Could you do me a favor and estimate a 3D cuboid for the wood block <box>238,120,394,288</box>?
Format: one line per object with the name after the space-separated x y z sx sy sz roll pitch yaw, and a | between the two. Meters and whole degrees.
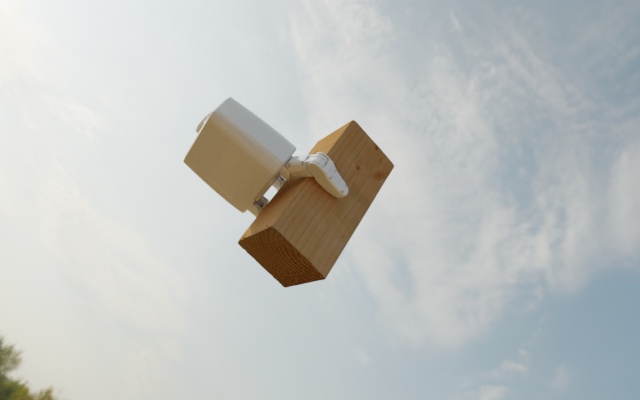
0.000 0.002 0.618 0.091 0.090 0.206 -24 25 51 | wood block
